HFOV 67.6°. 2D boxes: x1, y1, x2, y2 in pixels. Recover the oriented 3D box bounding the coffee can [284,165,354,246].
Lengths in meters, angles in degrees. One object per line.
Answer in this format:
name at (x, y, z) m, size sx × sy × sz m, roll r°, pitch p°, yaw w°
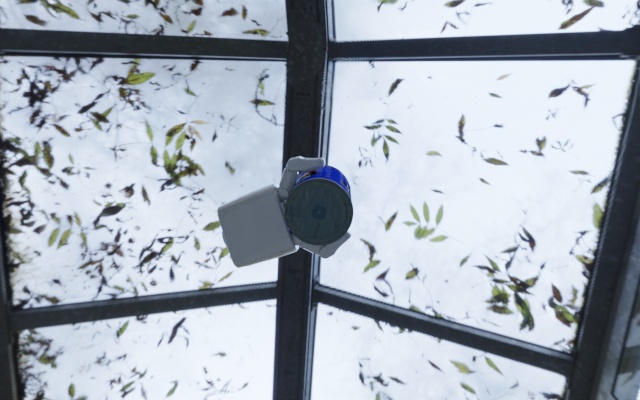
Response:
coffee can at (0.000, 0.002, 0.772) m, size 0.103 × 0.103 × 0.140 m, roll 0°, pitch 13°, yaw 2°
